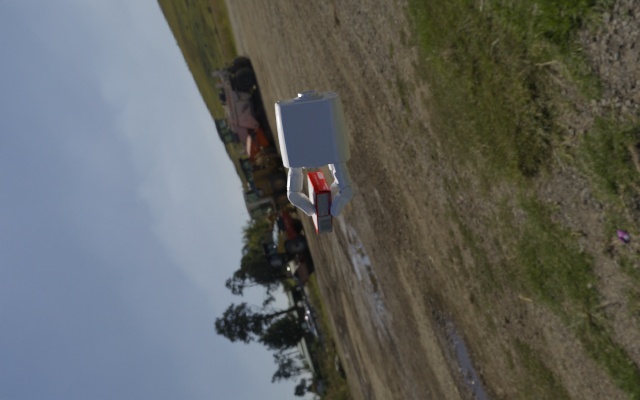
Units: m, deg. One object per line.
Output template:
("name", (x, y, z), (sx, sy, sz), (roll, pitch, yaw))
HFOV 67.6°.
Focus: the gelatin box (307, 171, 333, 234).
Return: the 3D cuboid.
("gelatin box", (0.000, 0.003, 0.852), (0.030, 0.089, 0.073), (-8, 33, -8))
